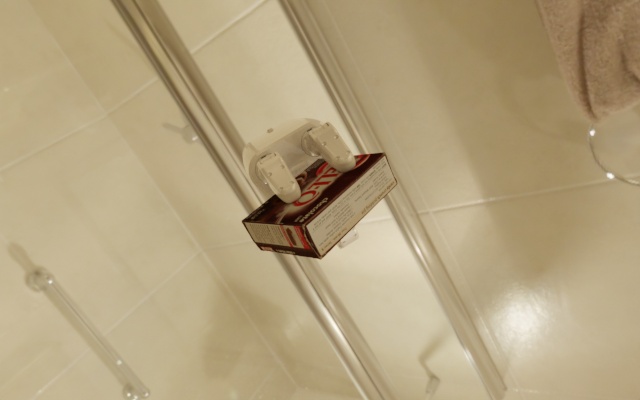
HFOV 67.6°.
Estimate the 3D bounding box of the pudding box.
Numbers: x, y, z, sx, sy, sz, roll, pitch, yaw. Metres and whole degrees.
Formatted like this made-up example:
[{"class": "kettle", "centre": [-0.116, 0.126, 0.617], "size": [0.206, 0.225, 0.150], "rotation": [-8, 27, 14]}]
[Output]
[{"class": "pudding box", "centre": [0.000, 0.002, 0.424], "size": [0.090, 0.039, 0.113], "rotation": [-1, 35, 50]}]
